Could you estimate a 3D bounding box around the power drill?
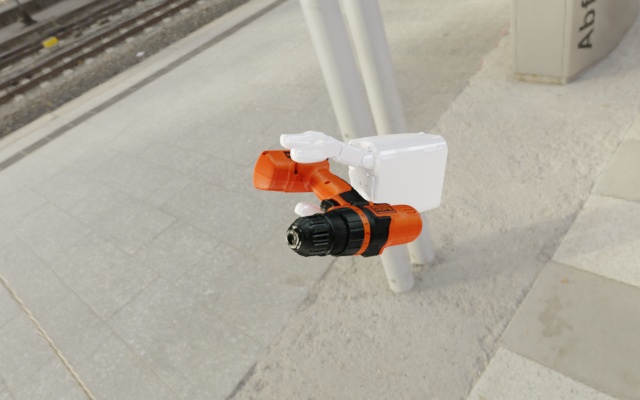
[{"bbox_3d":[0.000,0.002,0.555,0.184,0.057,0.187,-1,29,-42],"label":"power drill"}]
